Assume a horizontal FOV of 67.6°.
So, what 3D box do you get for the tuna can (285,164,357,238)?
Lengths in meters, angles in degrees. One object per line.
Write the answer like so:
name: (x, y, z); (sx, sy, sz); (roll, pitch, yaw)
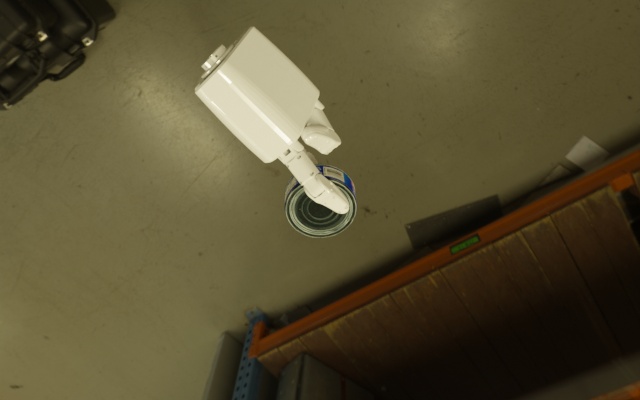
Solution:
tuna can: (0.000, 0.002, 0.564); (0.086, 0.086, 0.033); (0, 33, -3)
